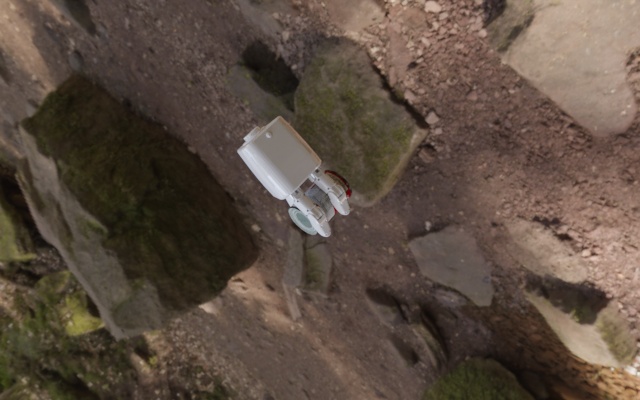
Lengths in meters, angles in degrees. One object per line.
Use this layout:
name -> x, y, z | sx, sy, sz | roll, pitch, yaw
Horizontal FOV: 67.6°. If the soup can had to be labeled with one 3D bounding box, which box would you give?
soup can -> 0.000, 0.003, 0.853 | 0.102, 0.068, 0.068 | -47, 24, -24
